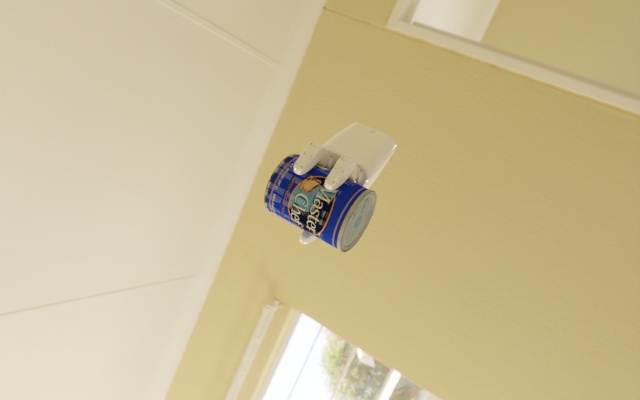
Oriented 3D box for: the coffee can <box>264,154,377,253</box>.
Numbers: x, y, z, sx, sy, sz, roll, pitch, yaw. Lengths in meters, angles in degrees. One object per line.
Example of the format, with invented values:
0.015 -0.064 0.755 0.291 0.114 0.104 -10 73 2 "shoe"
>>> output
0.000 0.003 0.731 0.140 0.103 0.103 28 11 21 "coffee can"
